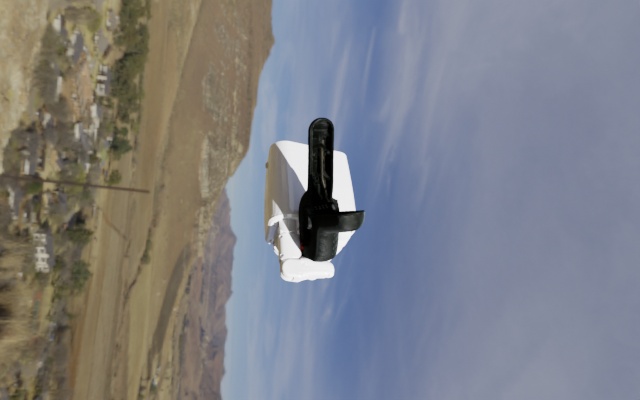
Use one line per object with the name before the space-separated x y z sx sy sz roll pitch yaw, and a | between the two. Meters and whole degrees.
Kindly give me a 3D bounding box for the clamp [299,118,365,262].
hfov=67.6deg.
clamp | 0.001 0.002 0.489 0.039 0.120 0.171 -1 -25 -16
